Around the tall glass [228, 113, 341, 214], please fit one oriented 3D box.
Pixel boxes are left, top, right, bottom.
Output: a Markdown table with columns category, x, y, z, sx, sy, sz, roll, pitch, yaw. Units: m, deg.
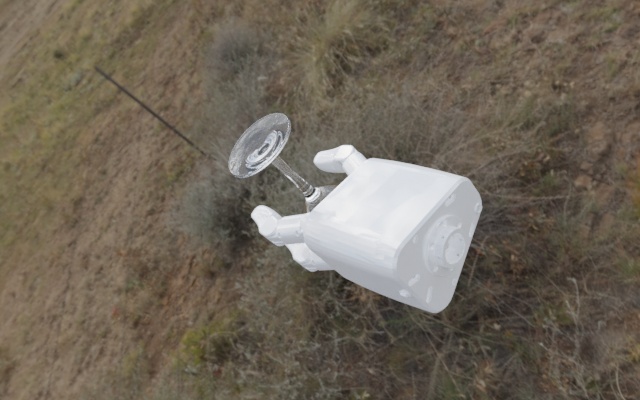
| category | x | y | z | sx | sy | sz | roll | pitch | yaw |
| --- | --- | --- | --- | --- | --- | --- | --- | --- | --- |
| tall glass | 0.000 | 0.001 | 0.502 | 0.079 | 0.079 | 0.201 | 0 | -33 | 43 |
